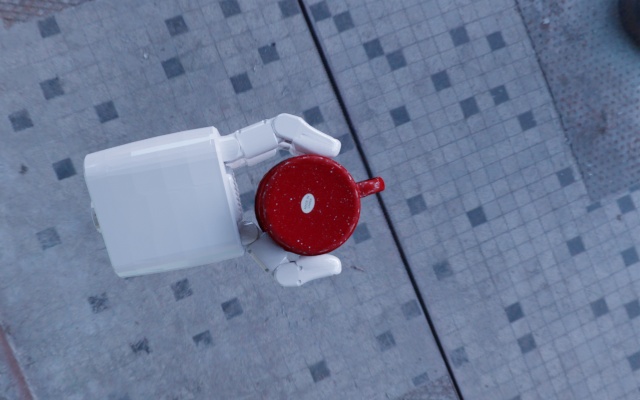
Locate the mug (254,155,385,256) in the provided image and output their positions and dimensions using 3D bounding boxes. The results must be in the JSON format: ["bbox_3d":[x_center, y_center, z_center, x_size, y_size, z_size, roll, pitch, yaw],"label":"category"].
[{"bbox_3d":[0.002,0.001,0.414,0.117,0.093,0.081,-13,1,-6],"label":"mug"}]
